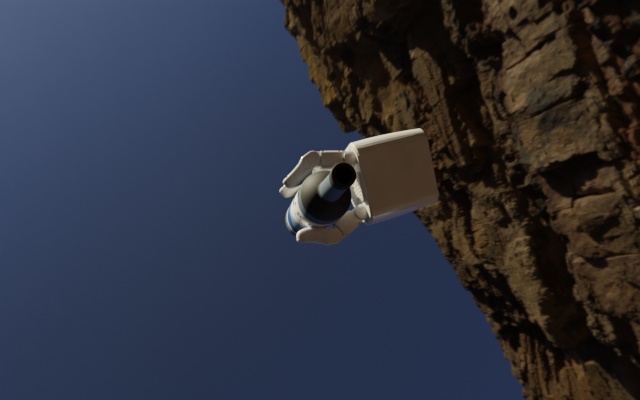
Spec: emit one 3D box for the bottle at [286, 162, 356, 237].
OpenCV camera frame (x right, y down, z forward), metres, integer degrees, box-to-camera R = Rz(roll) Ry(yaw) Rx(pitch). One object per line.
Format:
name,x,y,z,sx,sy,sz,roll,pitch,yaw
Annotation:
bottle,0.000,0.002,0.638,0.069,0.069,0.296,0,-11,-10
